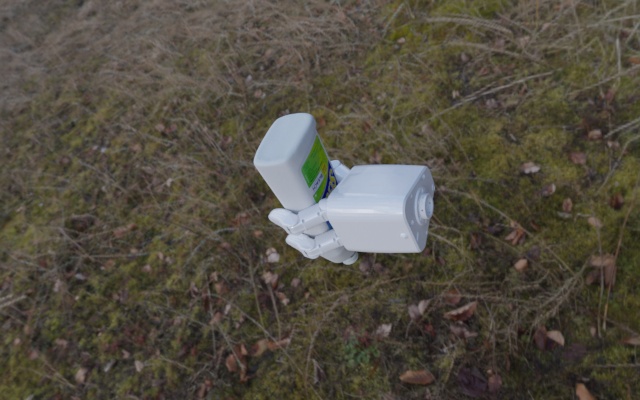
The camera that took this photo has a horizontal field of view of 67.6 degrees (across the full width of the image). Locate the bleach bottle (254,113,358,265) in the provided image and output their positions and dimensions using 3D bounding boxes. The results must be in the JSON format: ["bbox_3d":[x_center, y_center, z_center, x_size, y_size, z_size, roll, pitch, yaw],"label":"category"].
[{"bbox_3d":[0.000,0.002,0.689,0.068,0.102,0.251,-1,-41,32],"label":"bleach bottle"}]
